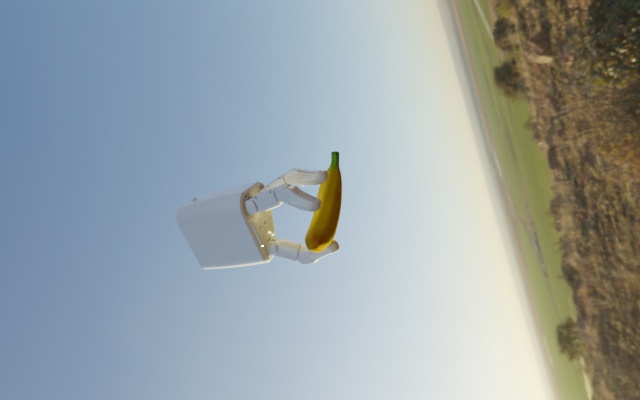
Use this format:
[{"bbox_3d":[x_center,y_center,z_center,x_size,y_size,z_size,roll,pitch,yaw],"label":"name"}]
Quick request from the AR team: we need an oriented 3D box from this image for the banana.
[{"bbox_3d":[0.005,0.014,0.670,0.037,0.070,0.197,-5,40,14],"label":"banana"}]
